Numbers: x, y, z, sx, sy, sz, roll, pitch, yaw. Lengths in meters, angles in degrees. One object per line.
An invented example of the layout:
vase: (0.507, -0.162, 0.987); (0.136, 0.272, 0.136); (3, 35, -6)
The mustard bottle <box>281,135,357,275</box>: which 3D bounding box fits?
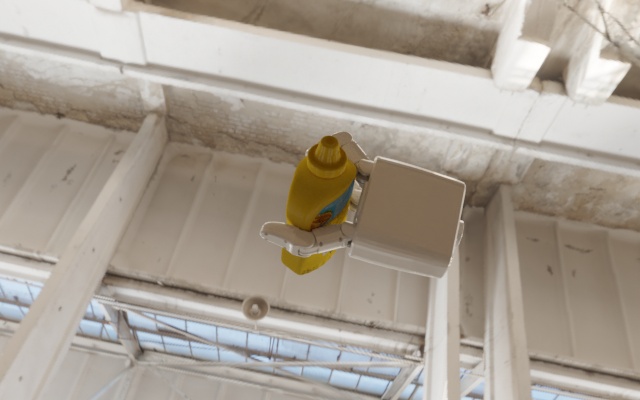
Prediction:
mustard bottle: (0.000, 0.002, 0.539); (0.058, 0.192, 0.096); (36, 56, 19)
